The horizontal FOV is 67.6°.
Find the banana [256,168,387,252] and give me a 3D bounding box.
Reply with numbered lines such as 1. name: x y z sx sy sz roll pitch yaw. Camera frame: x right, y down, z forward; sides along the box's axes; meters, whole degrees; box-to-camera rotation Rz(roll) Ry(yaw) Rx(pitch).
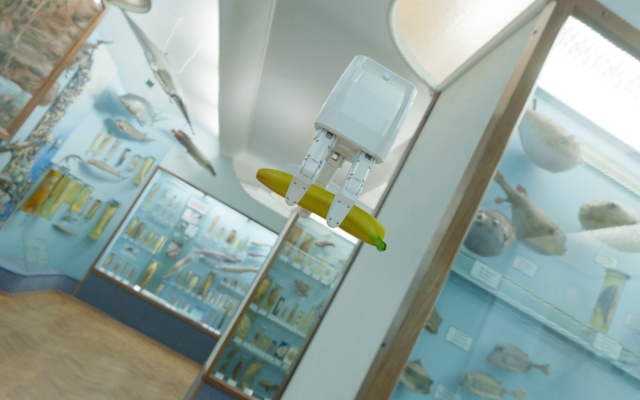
1. banana: 0.008 0.007 0.618 0.197 0.037 0.069 28 -1 20
